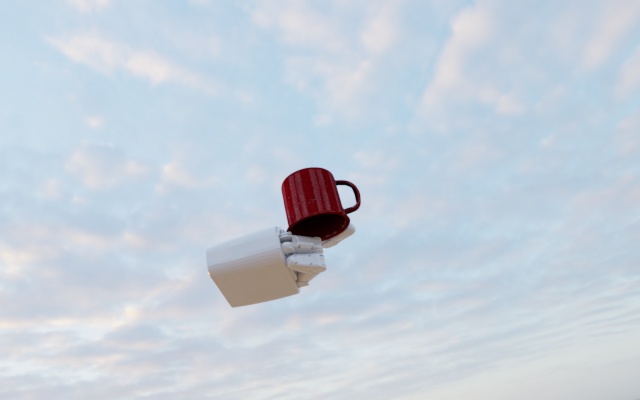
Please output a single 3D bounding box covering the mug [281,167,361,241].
[{"bbox_3d":[0.001,0.002,0.692,0.117,0.081,0.093,-15,-29,2],"label":"mug"}]
